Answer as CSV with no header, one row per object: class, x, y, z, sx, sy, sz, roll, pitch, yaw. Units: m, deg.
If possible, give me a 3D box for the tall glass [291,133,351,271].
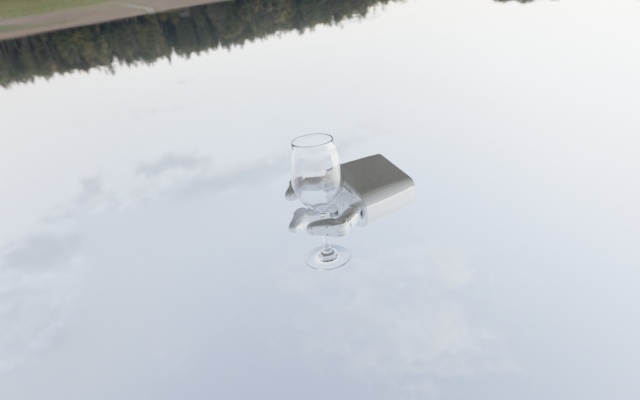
tall glass,0.000,0.003,0.728,0.079,0.201,0.079,-7,25,3
